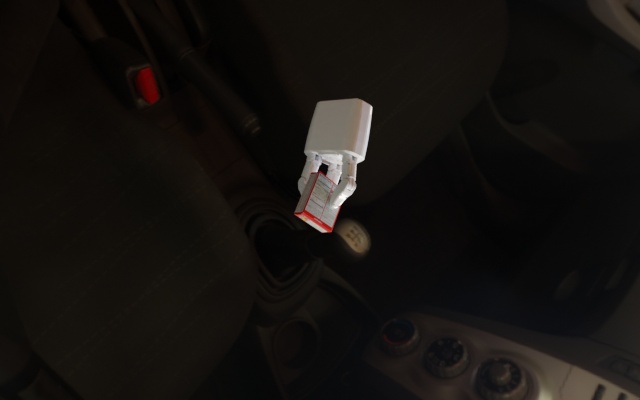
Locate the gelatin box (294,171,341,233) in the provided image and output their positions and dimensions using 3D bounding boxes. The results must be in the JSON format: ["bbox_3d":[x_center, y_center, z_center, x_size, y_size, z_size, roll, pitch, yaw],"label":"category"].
[{"bbox_3d":[0.000,0.003,0.864,0.073,0.089,0.030,36,-26,-32],"label":"gelatin box"}]
